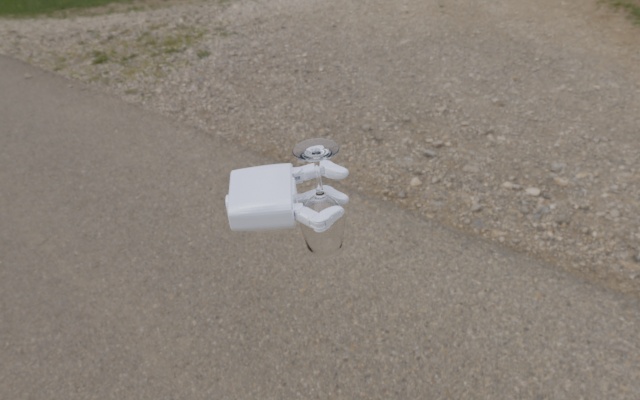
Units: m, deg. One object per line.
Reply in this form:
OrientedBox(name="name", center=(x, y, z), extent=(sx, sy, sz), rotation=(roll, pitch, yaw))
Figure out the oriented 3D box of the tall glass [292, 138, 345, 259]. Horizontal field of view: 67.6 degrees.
OrientedBox(name="tall glass", center=(0.000, 0.002, 0.798), extent=(0.079, 0.201, 0.079), rotation=(-4, 34, 3))
